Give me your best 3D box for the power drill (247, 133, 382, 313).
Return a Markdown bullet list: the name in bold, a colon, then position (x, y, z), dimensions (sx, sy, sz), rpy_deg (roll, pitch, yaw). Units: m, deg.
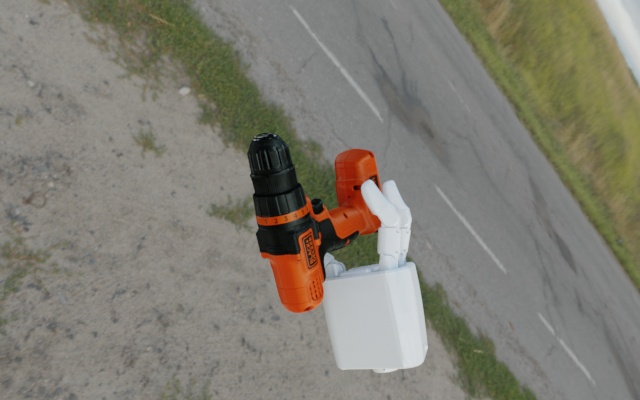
- **power drill**: position (0.000, 0.002, 0.523), dimensions (0.057, 0.184, 0.187), rpy_deg (2, 21, 35)
